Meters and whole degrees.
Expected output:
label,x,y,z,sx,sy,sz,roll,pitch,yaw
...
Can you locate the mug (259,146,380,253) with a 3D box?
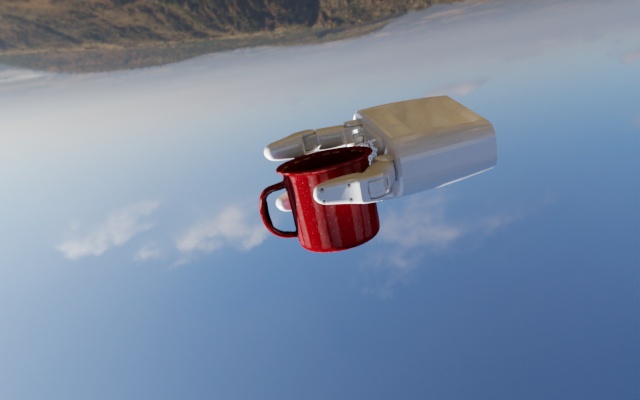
label,x,y,z,sx,sy,sz,roll,pitch,yaw
mug,-0.001,0.002,0.457,0.117,0.081,0.093,-15,15,-11
